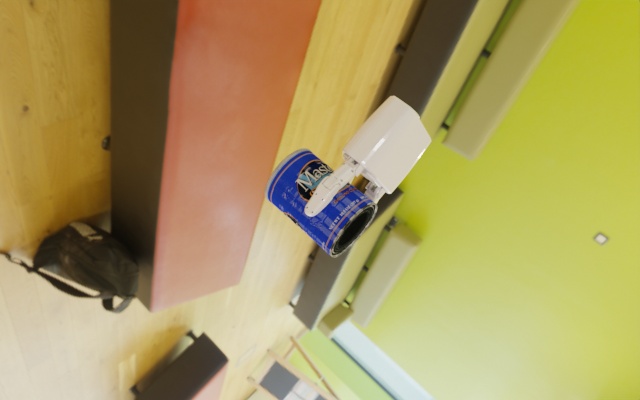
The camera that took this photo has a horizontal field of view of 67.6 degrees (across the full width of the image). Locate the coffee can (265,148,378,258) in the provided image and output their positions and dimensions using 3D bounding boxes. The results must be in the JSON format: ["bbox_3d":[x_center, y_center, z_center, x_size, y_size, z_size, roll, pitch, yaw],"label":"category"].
[{"bbox_3d":[0.000,0.002,0.723,0.140,0.103,0.103,40,16,20],"label":"coffee can"}]
